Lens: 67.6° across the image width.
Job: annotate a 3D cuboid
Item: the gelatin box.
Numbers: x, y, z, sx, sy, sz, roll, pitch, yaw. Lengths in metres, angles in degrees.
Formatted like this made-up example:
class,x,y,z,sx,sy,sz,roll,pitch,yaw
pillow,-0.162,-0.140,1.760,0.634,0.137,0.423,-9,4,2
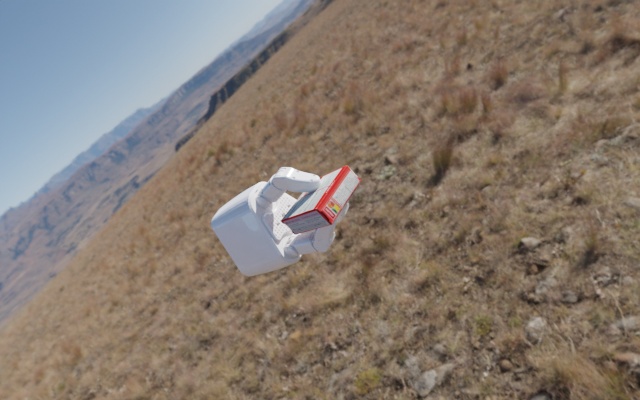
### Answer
class,x,y,z,sx,sy,sz,roll,pitch,yaw
gelatin box,0.000,0.002,0.582,0.030,0.073,0.089,45,-31,-15
